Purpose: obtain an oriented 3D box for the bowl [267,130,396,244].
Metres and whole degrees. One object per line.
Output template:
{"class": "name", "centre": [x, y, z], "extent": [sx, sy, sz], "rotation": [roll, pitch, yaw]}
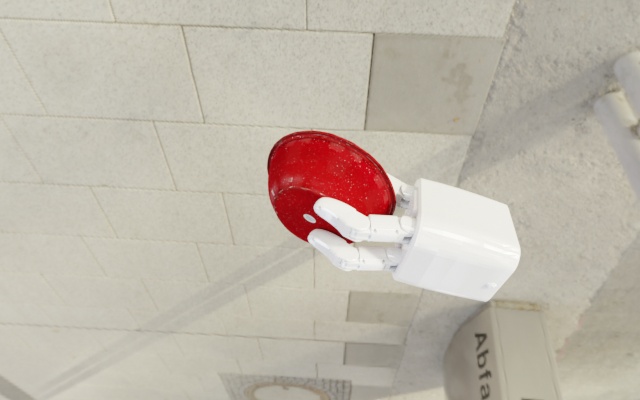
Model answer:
{"class": "bowl", "centre": [-0.001, 0.002, 0.541], "extent": [0.162, 0.162, 0.055], "rotation": [0, 42, 32]}
